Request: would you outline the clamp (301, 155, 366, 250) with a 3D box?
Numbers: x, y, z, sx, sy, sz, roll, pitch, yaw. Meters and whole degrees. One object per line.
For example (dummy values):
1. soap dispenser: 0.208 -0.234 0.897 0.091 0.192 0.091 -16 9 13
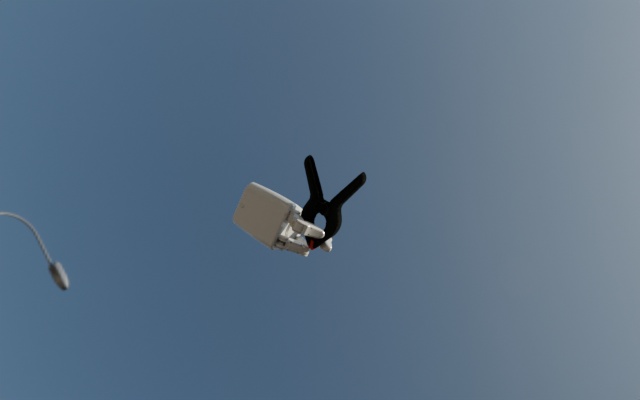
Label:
1. clamp: 0.000 0.003 0.877 0.120 0.171 0.039 30 12 23
